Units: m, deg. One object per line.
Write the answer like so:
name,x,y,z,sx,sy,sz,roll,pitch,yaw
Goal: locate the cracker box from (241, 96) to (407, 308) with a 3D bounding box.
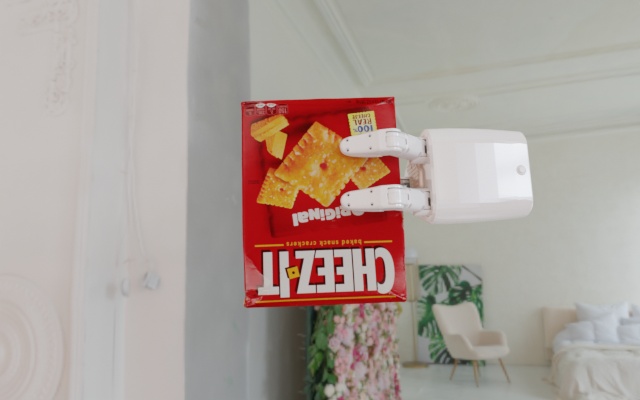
cracker box,0.000,0.002,0.505,0.164,0.213,0.072,-2,-9,-4
